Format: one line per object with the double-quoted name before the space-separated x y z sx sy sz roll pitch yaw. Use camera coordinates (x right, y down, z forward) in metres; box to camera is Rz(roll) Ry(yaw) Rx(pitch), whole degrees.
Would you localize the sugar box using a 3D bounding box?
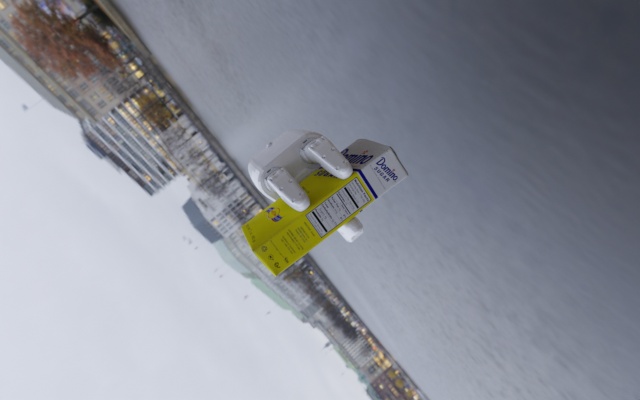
"sugar box" 0.000 0.001 0.522 0.176 0.048 0.093 -40 21 -5
